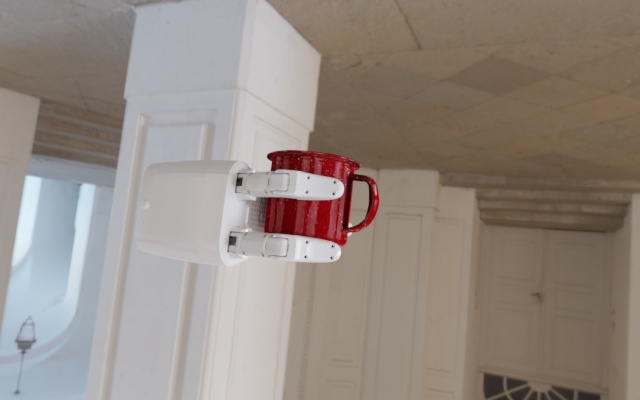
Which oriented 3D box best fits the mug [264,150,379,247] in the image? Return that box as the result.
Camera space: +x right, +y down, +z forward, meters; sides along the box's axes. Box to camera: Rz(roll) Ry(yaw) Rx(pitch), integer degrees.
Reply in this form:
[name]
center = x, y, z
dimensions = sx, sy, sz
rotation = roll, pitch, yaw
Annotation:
[mug]
center = 0.001, 0.002, 0.461
dimensions = 0.117, 0.081, 0.093
rotation = 3, -6, 23
